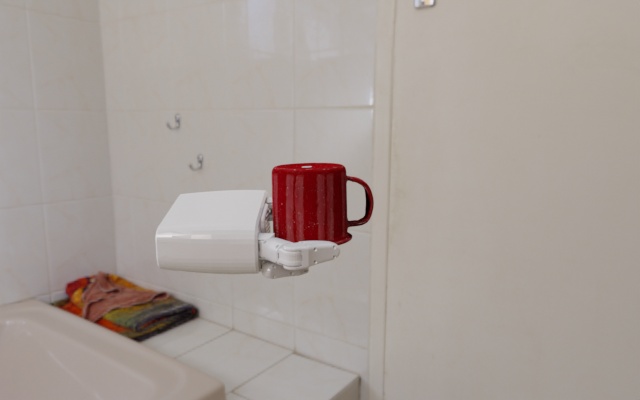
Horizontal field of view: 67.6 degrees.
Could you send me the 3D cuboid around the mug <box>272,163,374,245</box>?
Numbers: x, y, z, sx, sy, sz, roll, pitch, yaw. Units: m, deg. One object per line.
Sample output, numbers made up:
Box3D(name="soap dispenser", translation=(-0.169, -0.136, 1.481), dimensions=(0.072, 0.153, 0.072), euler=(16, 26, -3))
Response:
Box3D(name="mug", translation=(0.002, 0.001, 0.523), dimensions=(0.117, 0.081, 0.093), euler=(-1, 9, 0))
